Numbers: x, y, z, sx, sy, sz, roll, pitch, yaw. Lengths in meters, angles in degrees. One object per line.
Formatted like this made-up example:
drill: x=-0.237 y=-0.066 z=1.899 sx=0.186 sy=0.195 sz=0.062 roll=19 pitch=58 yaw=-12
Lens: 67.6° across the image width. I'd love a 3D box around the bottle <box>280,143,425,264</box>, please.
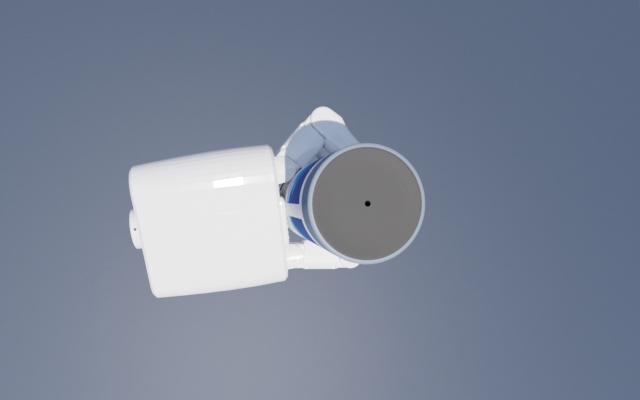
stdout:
bottle: x=0.000 y=0.001 z=0.403 sx=0.069 sy=0.069 sz=0.295 roll=0 pitch=0 yaw=-10
